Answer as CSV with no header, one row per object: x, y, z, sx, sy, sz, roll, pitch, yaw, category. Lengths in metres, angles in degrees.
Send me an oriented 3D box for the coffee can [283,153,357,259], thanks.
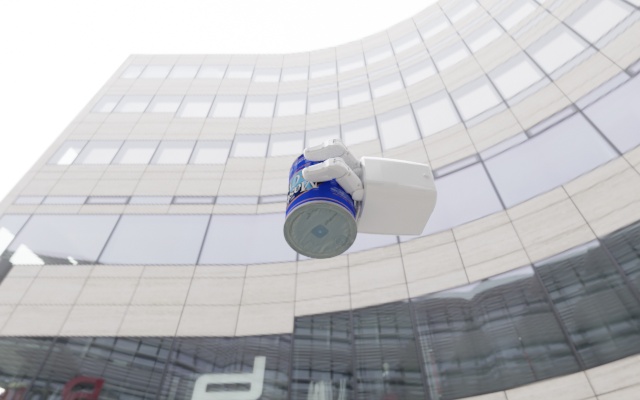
0.000,0.002,0.713,0.103,0.103,0.140,0,37,1,coffee can
